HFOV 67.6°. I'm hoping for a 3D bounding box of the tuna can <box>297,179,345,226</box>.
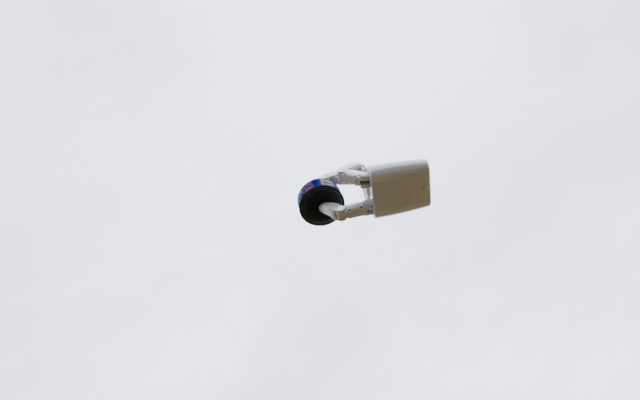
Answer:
[{"bbox_3d":[0.000,0.003,0.892,0.086,0.086,0.033,0,28,-11],"label":"tuna can"}]
